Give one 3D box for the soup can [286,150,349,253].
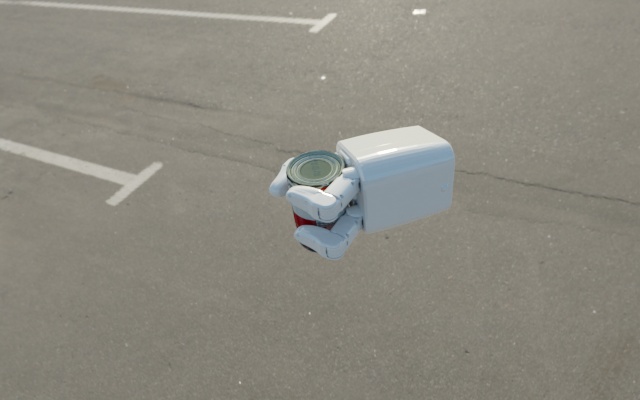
[{"bbox_3d":[0.000,0.002,0.553,0.068,0.102,0.068,-5,40,4],"label":"soup can"}]
